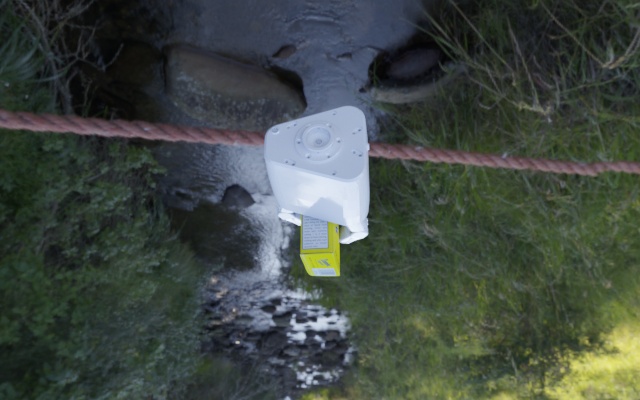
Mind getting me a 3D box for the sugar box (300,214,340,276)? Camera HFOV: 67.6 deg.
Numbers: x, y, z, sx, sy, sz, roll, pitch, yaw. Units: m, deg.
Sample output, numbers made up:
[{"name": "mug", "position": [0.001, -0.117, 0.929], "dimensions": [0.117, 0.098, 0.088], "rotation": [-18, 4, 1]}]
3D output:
[{"name": "sugar box", "position": [0.001, 0.002, 0.623], "dimensions": [0.048, 0.176, 0.093], "rotation": [-1, -25, 6]}]
